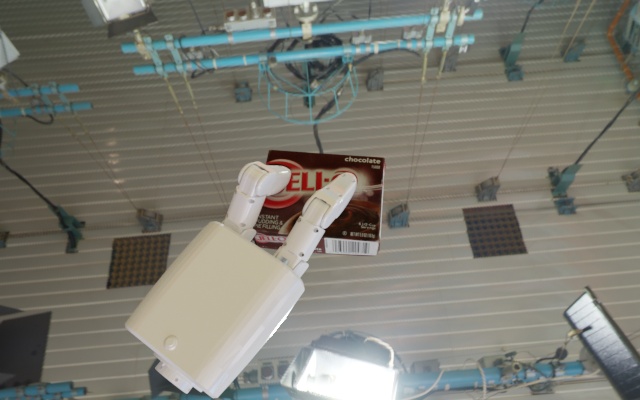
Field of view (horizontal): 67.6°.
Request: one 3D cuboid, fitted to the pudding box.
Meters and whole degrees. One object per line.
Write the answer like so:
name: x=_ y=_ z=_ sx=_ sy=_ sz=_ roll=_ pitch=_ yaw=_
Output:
pudding box: x=0.000 y=0.002 z=0.436 sx=0.113 sy=0.090 sz=0.039 roll=5 pitch=-31 yaw=4
